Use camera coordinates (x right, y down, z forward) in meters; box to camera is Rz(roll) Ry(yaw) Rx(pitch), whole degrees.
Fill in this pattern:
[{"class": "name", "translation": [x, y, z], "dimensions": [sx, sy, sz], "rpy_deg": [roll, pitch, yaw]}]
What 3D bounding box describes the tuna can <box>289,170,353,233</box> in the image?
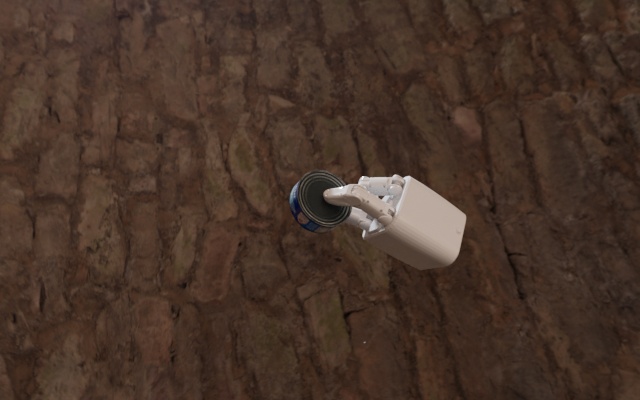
[{"class": "tuna can", "translation": [0.000, 0.002, 0.674], "dimensions": [0.086, 0.086, 0.034], "rpy_deg": [0, -22, -28]}]
